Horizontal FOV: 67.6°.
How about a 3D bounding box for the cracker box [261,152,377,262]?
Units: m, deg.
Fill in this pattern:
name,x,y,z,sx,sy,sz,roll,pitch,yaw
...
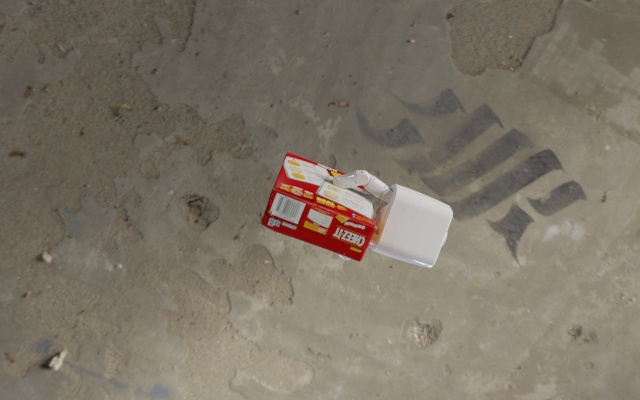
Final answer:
name,x,y,z,sx,sy,sz,roll,pitch,yaw
cracker box,0.000,0.003,0.795,0.164,0.072,0.213,20,19,-5
